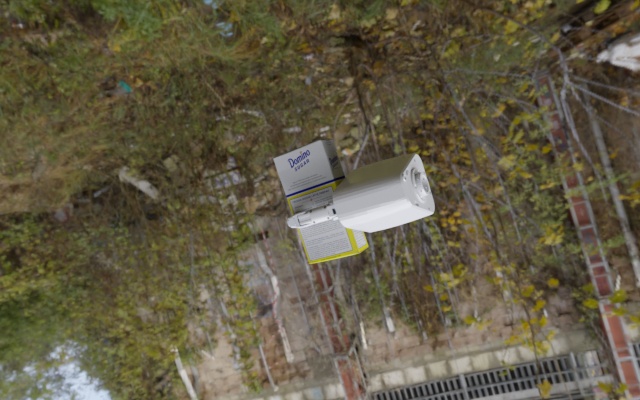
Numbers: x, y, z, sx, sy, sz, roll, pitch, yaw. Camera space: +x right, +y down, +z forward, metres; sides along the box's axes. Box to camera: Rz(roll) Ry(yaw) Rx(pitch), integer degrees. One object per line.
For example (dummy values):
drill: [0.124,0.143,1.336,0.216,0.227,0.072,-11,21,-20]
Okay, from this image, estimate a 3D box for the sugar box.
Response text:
sugar box: [0.001,0.002,0.730,0.093,0.176,0.048,-17,0,30]
